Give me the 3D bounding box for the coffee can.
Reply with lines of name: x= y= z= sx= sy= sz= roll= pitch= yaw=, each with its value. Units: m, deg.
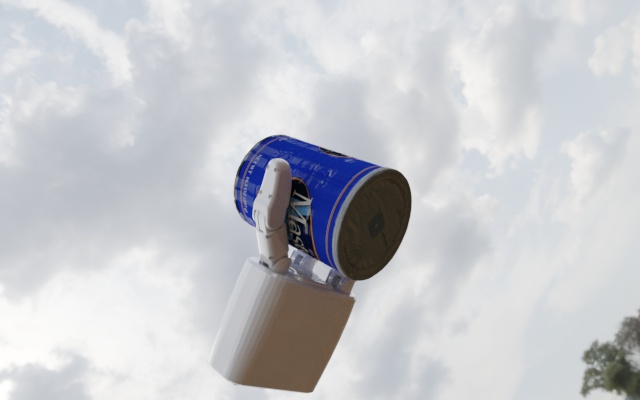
coffee can: x=0.000 y=0.001 z=0.456 sx=0.140 sy=0.103 sz=0.103 roll=23 pitch=15 yaw=39
